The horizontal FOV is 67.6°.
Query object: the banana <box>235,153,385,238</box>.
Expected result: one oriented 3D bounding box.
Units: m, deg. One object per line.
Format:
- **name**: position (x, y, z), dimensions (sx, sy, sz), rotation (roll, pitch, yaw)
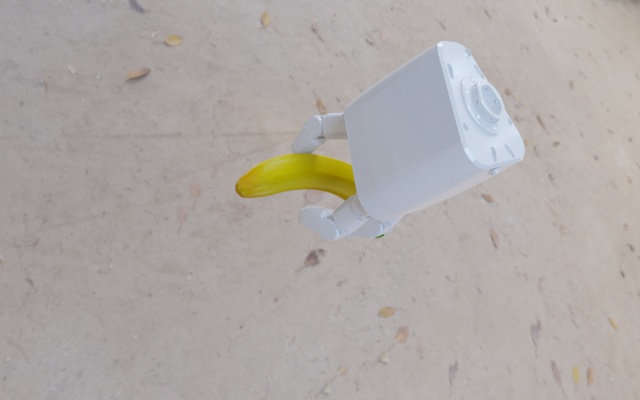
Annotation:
- **banana**: position (0.003, -0.015, 0.499), dimensions (0.198, 0.069, 0.037), rotation (18, -28, -35)
